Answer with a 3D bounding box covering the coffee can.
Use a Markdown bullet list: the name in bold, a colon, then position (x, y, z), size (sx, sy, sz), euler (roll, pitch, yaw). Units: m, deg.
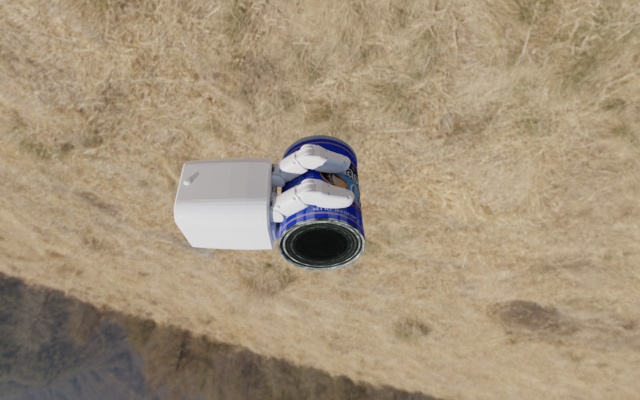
- **coffee can**: position (0.000, 0.002, 0.603), size (0.103, 0.140, 0.103), euler (-1, -41, -1)
